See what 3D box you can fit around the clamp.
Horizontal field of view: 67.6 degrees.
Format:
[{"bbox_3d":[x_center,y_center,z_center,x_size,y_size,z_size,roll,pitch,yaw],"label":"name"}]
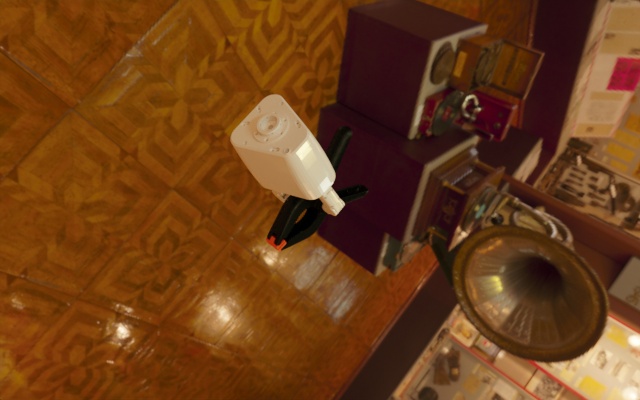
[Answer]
[{"bbox_3d":[0.000,0.003,0.767,0.036,0.210,0.165,33,-14,35],"label":"clamp"}]
